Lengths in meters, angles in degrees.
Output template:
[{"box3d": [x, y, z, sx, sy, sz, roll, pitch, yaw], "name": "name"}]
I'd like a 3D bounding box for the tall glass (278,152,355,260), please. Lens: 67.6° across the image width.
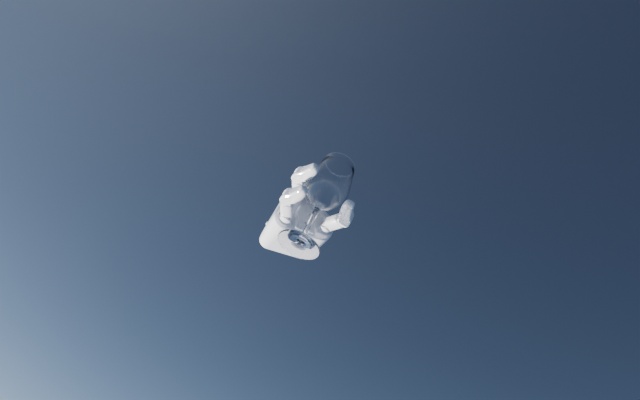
[{"box3d": [0.000, 0.003, 0.833, 0.079, 0.201, 0.079, 16, -39, 14], "name": "tall glass"}]
